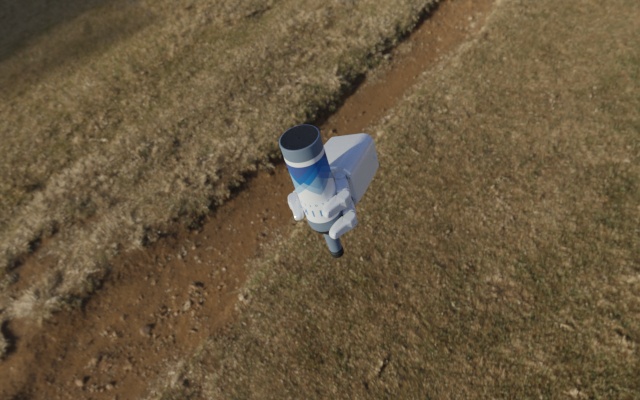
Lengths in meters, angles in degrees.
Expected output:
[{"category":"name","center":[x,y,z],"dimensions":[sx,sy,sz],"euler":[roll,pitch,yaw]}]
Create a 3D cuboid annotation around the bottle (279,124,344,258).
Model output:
[{"category":"bottle","center":[0.000,0.003,0.846],"dimensions":[0.069,0.069,0.296],"euler":[0,-43,18]}]
